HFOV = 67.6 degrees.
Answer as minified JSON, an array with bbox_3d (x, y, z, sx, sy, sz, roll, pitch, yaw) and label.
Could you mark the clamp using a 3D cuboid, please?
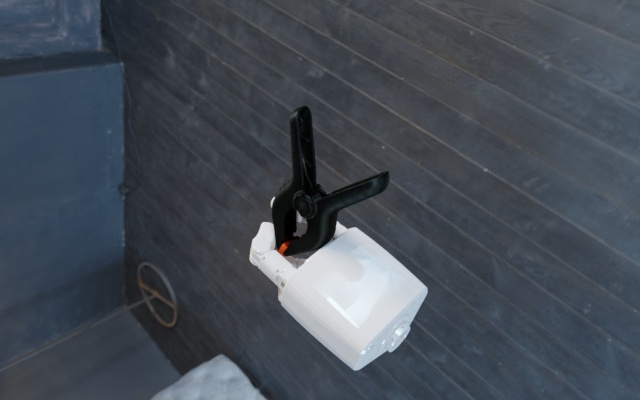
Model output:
[{"bbox_3d":[0.000,0.002,0.496,0.120,0.172,0.039,38,40,27],"label":"clamp"}]
